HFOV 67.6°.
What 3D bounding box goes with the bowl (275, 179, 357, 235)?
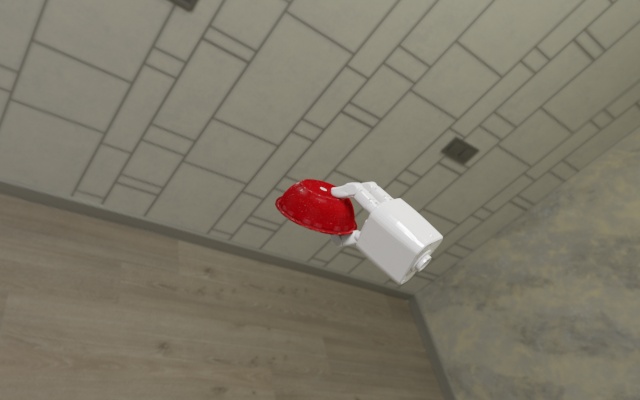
[{"bbox_3d":[-0.001,0.002,0.890,0.162,0.055,0.162,16,19,-6],"label":"bowl"}]
